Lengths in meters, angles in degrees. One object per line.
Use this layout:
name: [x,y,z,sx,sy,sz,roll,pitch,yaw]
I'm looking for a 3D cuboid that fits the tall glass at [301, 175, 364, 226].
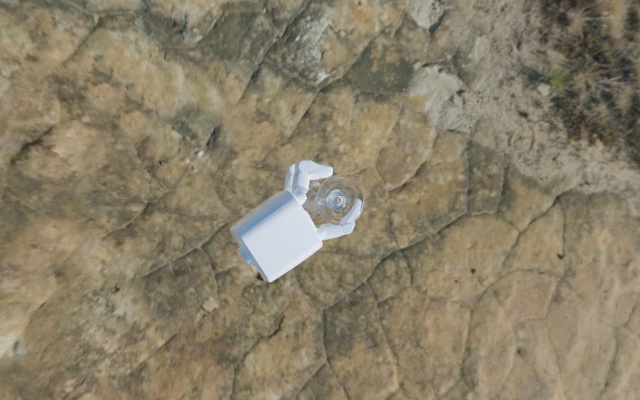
tall glass: [0.000,0.003,0.795,0.079,0.079,0.201,0,-1,-17]
